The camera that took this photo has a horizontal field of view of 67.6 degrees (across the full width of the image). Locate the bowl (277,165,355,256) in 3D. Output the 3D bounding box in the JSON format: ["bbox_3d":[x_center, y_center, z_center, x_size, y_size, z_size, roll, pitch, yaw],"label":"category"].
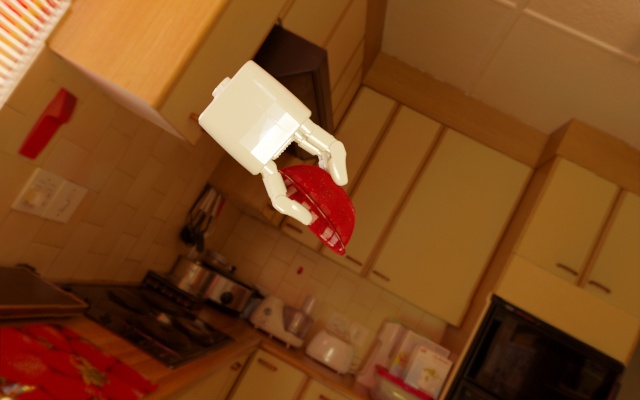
[{"bbox_3d":[0.001,0.003,0.695,0.055,0.162,0.162,-39,10,-12],"label":"bowl"}]
